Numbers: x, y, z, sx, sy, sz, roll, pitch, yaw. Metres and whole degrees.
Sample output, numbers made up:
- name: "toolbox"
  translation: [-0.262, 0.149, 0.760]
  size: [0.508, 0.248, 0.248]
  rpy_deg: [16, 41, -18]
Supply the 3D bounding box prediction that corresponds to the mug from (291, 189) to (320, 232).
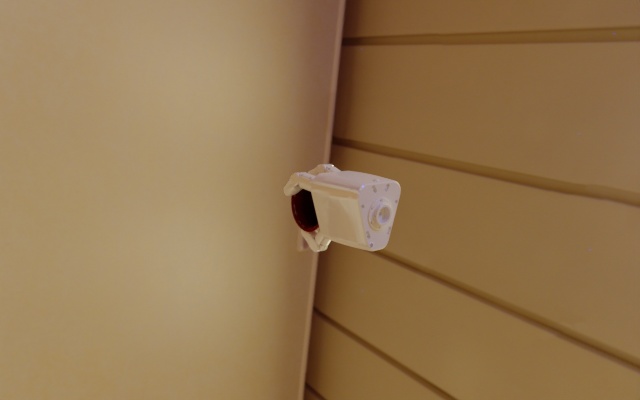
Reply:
- name: "mug"
  translation: [-0.001, 0.003, 0.847]
  size: [0.081, 0.093, 0.117]
  rpy_deg: [-5, 14, -38]
